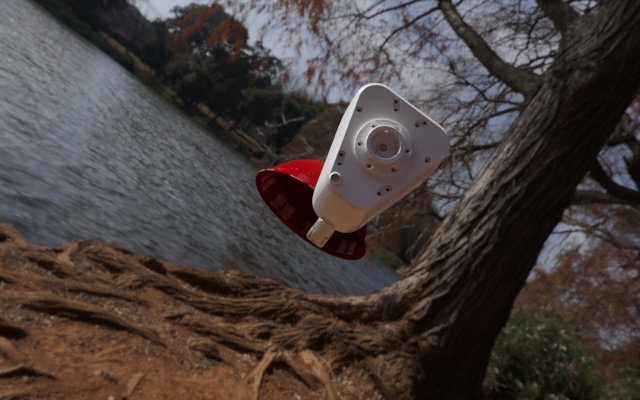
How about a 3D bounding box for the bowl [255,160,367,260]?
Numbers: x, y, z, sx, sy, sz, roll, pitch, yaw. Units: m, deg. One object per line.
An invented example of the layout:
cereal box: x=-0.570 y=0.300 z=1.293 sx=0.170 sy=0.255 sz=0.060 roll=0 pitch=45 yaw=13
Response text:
bowl: x=0.000 y=0.002 z=0.586 sx=0.162 sy=0.055 sz=0.162 roll=31 pitch=-24 yaw=15
